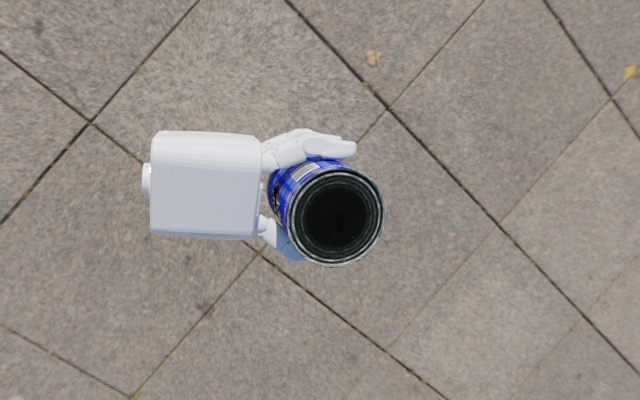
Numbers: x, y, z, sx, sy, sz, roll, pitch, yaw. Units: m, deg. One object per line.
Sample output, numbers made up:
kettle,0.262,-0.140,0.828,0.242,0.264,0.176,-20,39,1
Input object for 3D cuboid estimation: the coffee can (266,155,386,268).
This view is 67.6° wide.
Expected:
coffee can,0.000,0.002,0.533,0.103,0.103,0.140,0,13,-14
